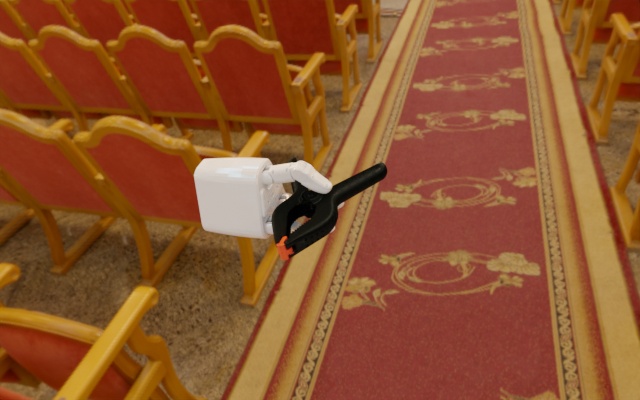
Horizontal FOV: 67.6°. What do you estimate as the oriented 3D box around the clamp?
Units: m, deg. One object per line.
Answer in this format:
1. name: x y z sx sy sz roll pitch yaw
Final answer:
1. clamp: 0.000 0.002 0.677 0.164 0.036 0.209 0 39 21
